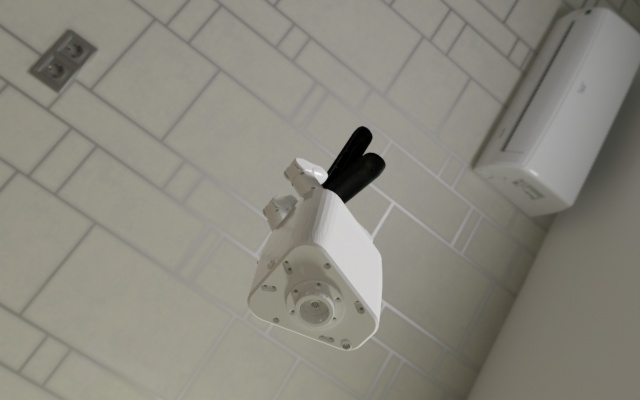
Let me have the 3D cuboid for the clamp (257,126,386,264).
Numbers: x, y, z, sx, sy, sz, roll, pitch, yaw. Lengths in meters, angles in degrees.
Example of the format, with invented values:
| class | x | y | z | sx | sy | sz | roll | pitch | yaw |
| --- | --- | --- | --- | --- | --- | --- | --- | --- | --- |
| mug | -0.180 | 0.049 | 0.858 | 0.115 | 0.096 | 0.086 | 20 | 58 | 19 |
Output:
| class | x | y | z | sx | sy | sz | roll | pitch | yaw |
| --- | --- | --- | --- | --- | --- | --- | --- | --- | --- |
| clamp | 0.000 | 0.003 | 0.562 | 0.036 | 0.210 | 0.164 | 37 | 22 | -10 |
